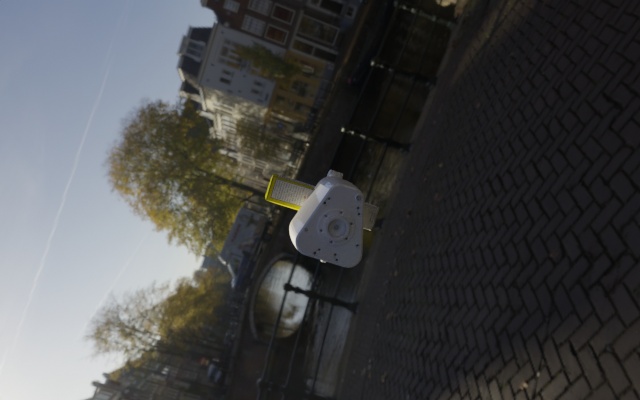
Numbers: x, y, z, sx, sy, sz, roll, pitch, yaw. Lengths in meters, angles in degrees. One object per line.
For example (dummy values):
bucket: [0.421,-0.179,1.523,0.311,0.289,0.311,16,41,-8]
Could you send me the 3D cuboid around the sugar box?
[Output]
sugar box: [0.000,0.003,0.777,0.176,0.048,0.093,19,2,-7]
